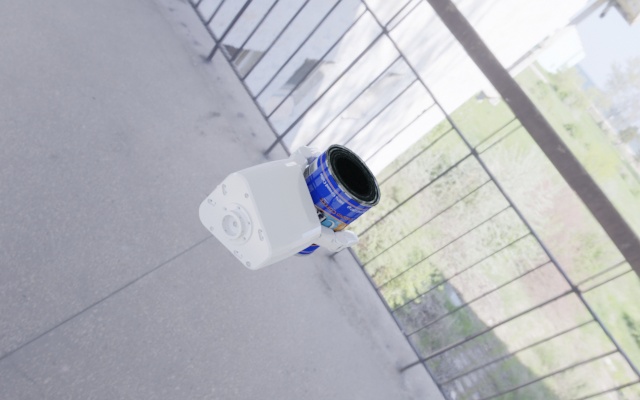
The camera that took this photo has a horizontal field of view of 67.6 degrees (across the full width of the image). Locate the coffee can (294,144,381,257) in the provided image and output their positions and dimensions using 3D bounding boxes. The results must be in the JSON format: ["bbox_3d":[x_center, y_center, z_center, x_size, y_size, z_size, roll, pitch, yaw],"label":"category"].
[{"bbox_3d":[0.000,0.002,0.680,0.140,0.102,0.103,-40,-23,31],"label":"coffee can"}]
